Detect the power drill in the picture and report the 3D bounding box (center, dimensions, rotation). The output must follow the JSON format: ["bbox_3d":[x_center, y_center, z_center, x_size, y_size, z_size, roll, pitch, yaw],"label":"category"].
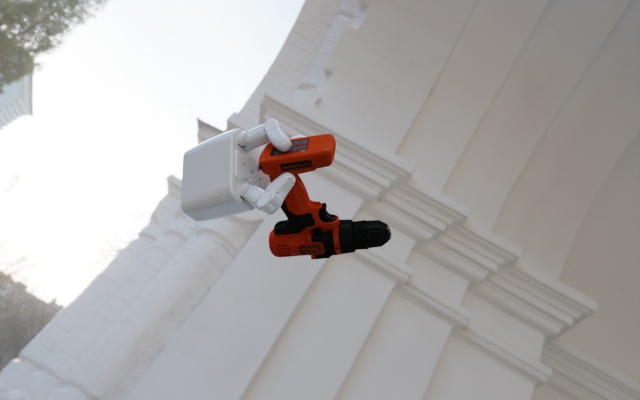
[{"bbox_3d":[0.000,0.002,0.677,0.184,0.188,0.057,-7,33,9],"label":"power drill"}]
